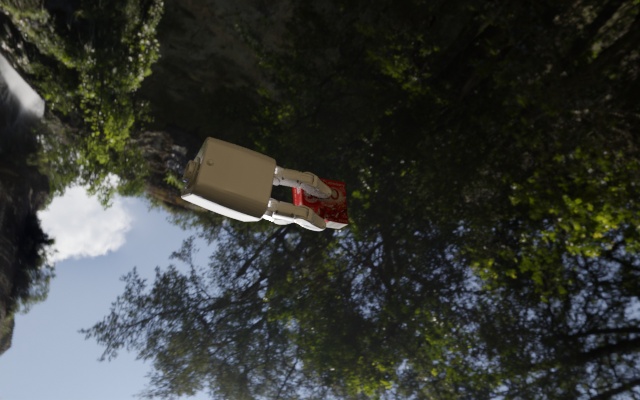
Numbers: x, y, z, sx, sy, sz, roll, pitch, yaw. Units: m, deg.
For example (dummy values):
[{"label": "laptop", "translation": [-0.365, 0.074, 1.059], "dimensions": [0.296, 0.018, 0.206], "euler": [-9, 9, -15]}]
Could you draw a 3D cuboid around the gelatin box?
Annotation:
[{"label": "gelatin box", "translation": [0.000, 0.003, 0.763], "dimensions": [0.089, 0.073, 0.030], "euler": [9, -24, -33]}]
